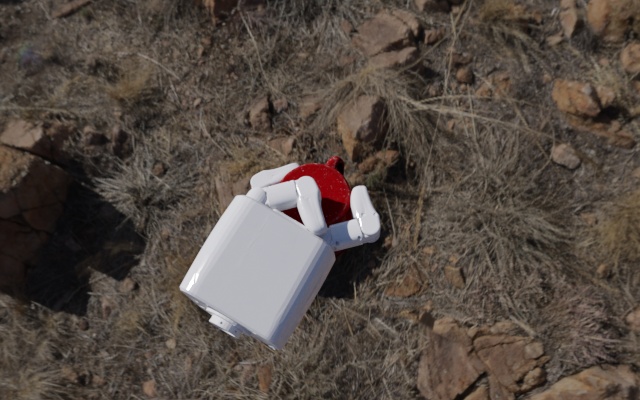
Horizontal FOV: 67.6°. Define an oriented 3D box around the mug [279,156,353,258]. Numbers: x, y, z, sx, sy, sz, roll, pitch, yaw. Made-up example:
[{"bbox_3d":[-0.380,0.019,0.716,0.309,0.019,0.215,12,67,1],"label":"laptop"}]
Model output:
[{"bbox_3d":[0.001,0.001,0.539,0.093,0.117,0.081,22,-22,15],"label":"mug"}]
